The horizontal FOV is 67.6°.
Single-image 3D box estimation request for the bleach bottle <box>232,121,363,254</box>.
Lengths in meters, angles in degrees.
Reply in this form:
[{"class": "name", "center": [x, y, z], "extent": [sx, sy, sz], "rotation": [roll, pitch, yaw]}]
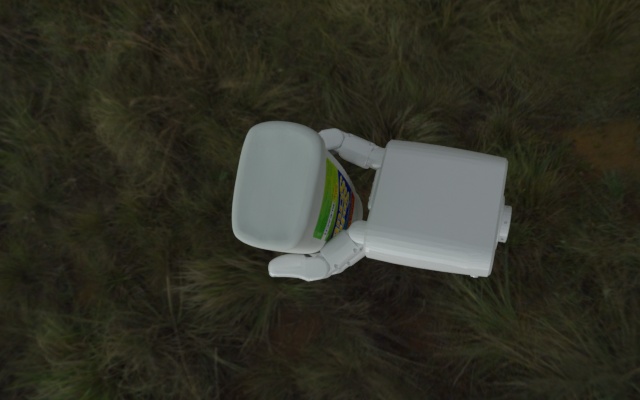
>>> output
[{"class": "bleach bottle", "center": [0.000, 0.002, 0.476], "extent": [0.068, 0.102, 0.251], "rotation": [10, -2, 17]}]
